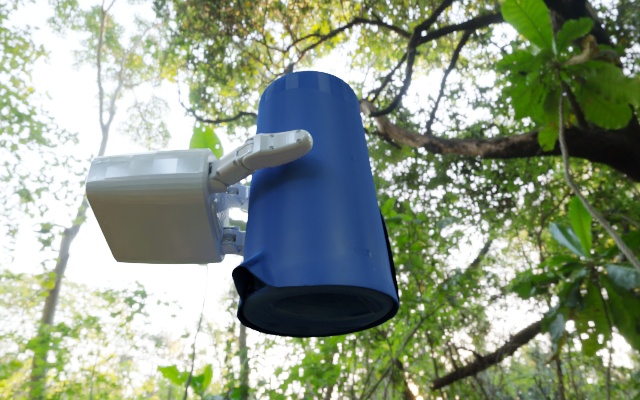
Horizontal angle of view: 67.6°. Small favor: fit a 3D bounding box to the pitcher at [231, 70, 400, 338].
[{"bbox_3d":[0.000,0.001,0.458,0.145,0.242,0.149,-3,-32,1],"label":"pitcher"}]
